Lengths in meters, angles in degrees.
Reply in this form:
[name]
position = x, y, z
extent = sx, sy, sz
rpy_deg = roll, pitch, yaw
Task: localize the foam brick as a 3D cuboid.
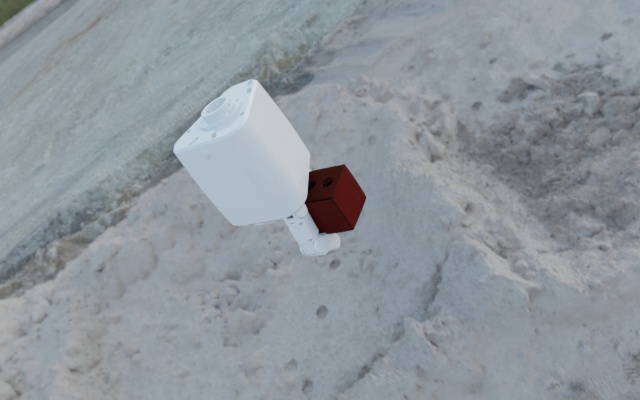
[foam brick]
position = 0.000, 0.002, 0.521
extent = 0.078, 0.051, 0.053
rpy_deg = -10, 39, 32
